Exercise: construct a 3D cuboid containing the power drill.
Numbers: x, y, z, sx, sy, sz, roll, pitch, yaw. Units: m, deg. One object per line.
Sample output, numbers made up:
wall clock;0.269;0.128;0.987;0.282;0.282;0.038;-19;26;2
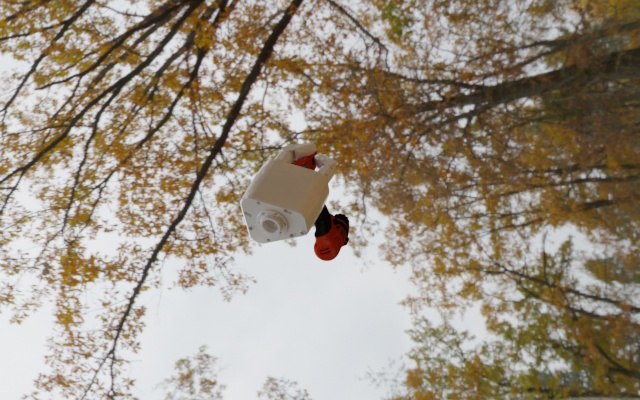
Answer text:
power drill;0.000;0.003;0.891;0.057;0.188;0.184;-22;10;14
